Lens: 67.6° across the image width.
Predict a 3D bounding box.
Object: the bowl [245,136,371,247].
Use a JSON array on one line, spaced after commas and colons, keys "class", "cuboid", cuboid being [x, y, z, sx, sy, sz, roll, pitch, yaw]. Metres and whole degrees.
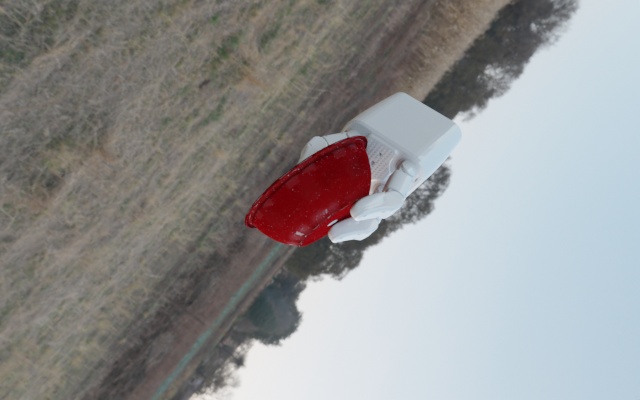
[{"class": "bowl", "cuboid": [-0.001, 0.003, 0.517, 0.162, 0.055, 0.162, -34, -12, -8]}]
